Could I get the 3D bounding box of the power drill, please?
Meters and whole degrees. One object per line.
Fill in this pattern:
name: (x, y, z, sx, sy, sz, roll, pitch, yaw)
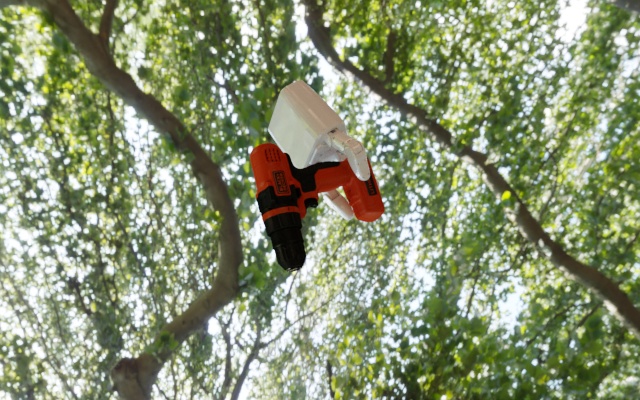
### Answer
power drill: (0.000, 0.002, 0.688, 0.187, 0.184, 0.057, -5, -18, -33)
